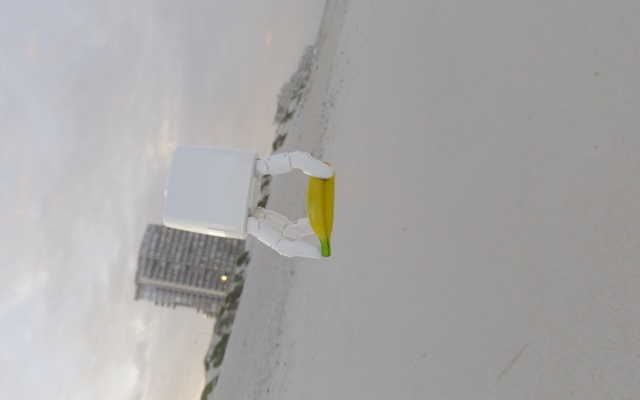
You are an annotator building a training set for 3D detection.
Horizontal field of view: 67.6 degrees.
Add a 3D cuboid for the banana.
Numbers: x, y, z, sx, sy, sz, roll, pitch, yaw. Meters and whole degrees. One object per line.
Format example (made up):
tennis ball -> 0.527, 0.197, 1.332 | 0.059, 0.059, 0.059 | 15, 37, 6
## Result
banana -> 0.001, -0.011, 0.662 | 0.037, 0.070, 0.197 | 4, 35, 0
